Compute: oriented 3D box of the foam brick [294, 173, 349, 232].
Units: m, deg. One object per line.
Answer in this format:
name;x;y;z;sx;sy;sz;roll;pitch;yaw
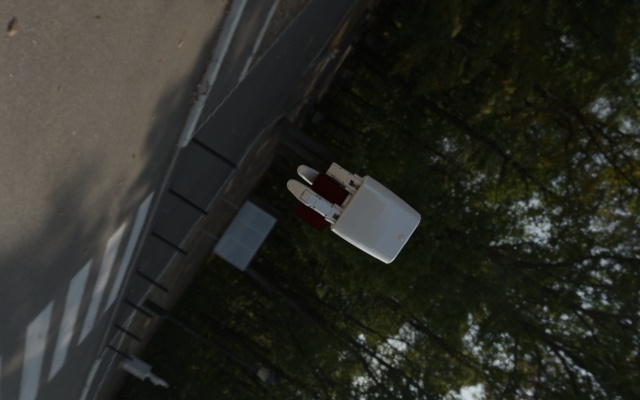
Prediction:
foam brick;0.000;0.003;0.751;0.051;0.078;0.053;34;3;-6
